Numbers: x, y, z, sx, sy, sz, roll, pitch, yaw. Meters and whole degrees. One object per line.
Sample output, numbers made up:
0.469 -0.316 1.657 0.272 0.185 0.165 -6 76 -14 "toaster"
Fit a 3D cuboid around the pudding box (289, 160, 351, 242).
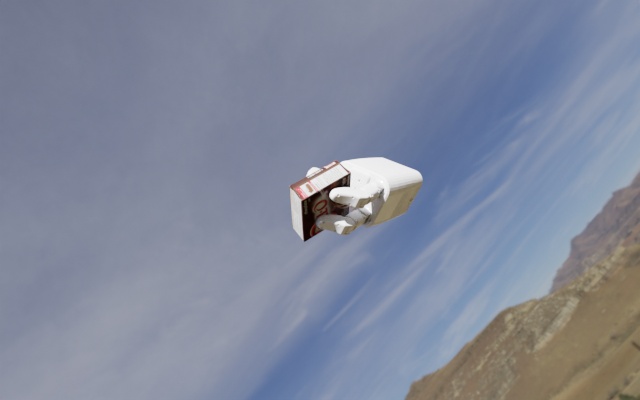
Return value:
0.000 0.002 0.732 0.090 0.114 0.039 -31 57 -20 "pudding box"
